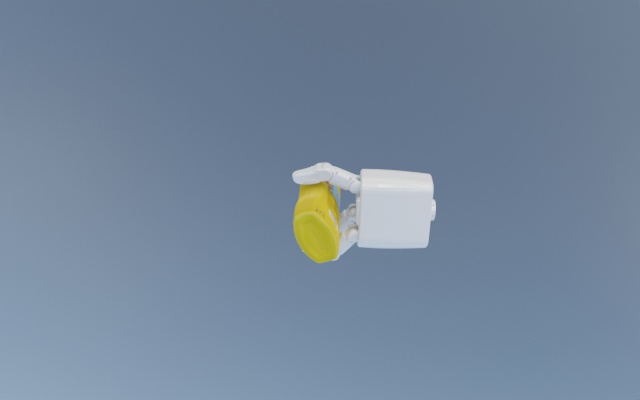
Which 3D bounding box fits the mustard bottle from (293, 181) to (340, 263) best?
[{"bbox_3d":[0.000,0.003,0.751,0.058,0.096,0.191,-18,31,16],"label":"mustard bottle"}]
